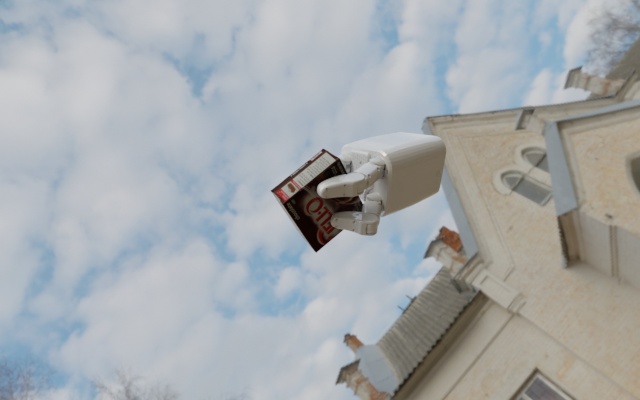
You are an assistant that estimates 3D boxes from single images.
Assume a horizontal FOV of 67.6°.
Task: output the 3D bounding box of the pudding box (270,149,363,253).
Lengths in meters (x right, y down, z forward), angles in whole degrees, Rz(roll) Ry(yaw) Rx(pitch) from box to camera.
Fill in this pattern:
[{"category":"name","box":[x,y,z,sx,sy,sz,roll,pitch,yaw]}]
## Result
[{"category":"pudding box","box":[0.000,0.002,0.613,0.039,0.090,0.114,41,-12,45]}]
